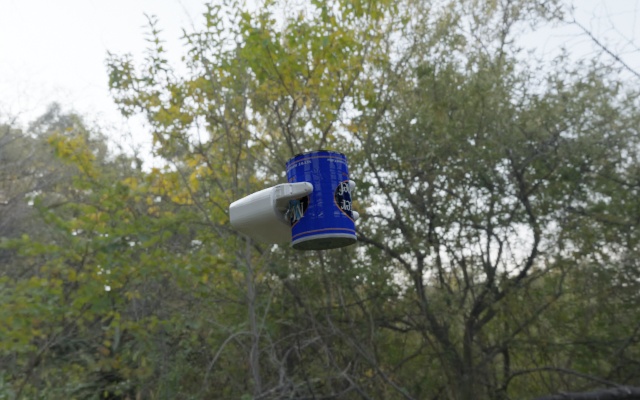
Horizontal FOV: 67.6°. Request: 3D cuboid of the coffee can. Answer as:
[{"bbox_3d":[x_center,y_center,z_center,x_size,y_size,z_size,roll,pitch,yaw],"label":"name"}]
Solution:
[{"bbox_3d":[0.000,0.003,0.769,0.103,0.140,0.103,-5,-15,-1],"label":"coffee can"}]
